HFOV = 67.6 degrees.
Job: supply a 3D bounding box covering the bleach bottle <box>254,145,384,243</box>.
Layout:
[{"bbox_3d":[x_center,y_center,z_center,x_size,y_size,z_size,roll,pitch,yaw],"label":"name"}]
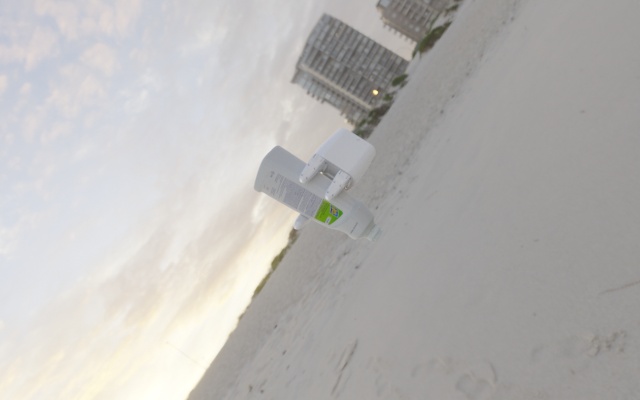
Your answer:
[{"bbox_3d":[0.000,0.003,0.885,0.251,0.068,0.103,33,-40,6],"label":"bleach bottle"}]
